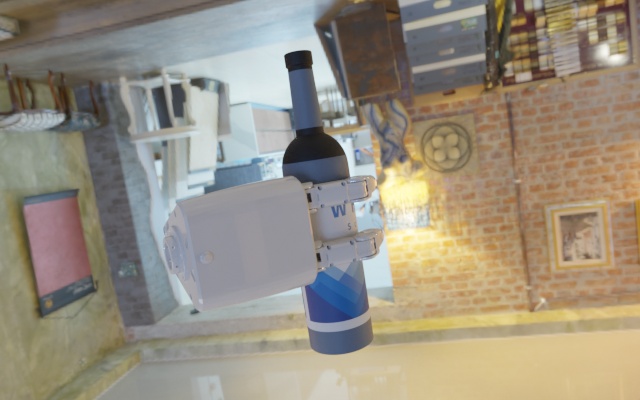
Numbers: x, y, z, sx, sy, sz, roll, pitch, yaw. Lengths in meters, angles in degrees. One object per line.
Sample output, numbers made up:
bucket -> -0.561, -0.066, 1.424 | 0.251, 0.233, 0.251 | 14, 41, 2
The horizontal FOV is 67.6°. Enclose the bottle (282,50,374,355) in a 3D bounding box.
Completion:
bottle -> 0.000, 0.002, 0.480 | 0.069, 0.296, 0.069 | -9, 7, 1
